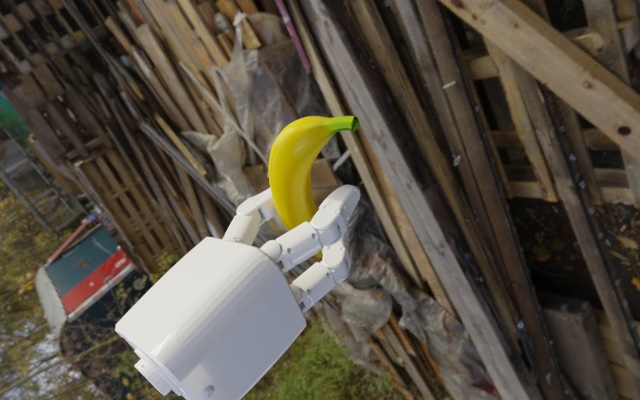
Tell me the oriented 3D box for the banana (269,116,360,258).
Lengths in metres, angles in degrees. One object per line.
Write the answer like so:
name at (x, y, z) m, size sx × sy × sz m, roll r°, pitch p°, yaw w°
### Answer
banana at (-0.015, -0.010, 0.434) m, size 0.069 × 0.037 × 0.198 m, roll 30°, pitch -33°, yaw 15°
